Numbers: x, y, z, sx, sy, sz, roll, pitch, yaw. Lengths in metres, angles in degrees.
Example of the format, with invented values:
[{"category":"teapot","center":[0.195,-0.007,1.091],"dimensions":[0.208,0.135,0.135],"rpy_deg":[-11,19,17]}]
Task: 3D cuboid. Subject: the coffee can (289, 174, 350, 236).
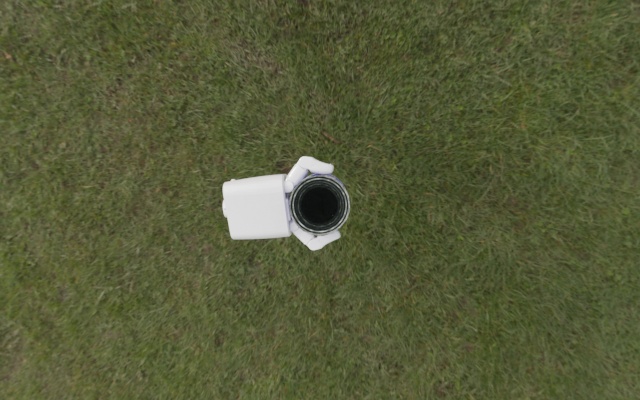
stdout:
[{"category":"coffee can","center":[0.000,0.003,0.863],"dimensions":[0.103,0.103,0.140],"rpy_deg":[0,4,1]}]
